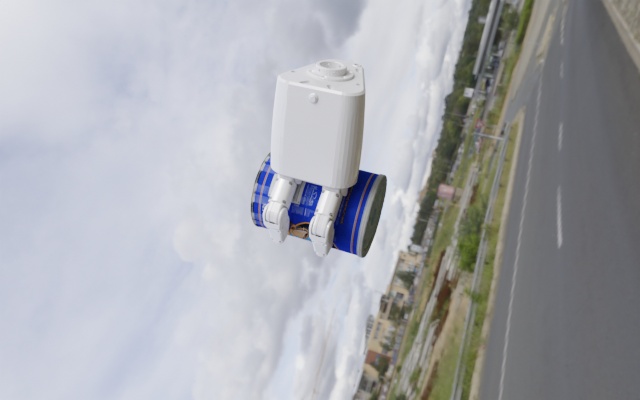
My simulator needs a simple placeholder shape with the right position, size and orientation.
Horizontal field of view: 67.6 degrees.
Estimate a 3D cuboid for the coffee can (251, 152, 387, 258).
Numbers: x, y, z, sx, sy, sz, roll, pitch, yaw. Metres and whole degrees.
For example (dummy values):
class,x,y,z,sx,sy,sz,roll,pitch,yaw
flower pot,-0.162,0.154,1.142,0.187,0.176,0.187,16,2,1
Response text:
class,x,y,z,sx,sy,sz,roll,pitch,yaw
coffee can,0.000,0.002,0.586,0.140,0.103,0.103,15,4,14
